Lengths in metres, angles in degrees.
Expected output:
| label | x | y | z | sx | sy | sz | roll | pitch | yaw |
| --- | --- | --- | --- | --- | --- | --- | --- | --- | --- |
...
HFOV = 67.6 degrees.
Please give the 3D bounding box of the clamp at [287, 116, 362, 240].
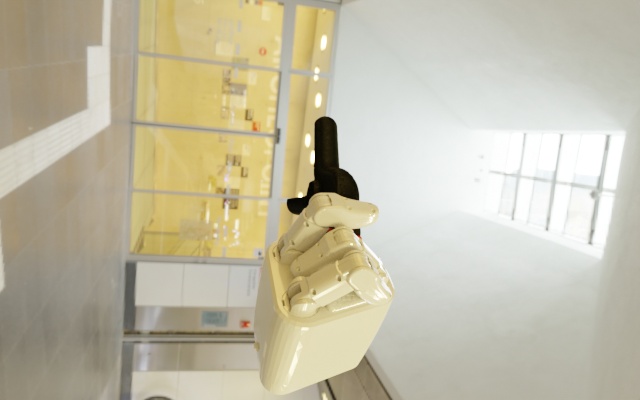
| label | x | y | z | sx | sy | sz | roll | pitch | yaw |
| --- | --- | --- | --- | --- | --- | --- | --- | --- | --- |
| clamp | 0.001 | 0.002 | 0.488 | 0.039 | 0.120 | 0.171 | 8 | 35 | -15 |
